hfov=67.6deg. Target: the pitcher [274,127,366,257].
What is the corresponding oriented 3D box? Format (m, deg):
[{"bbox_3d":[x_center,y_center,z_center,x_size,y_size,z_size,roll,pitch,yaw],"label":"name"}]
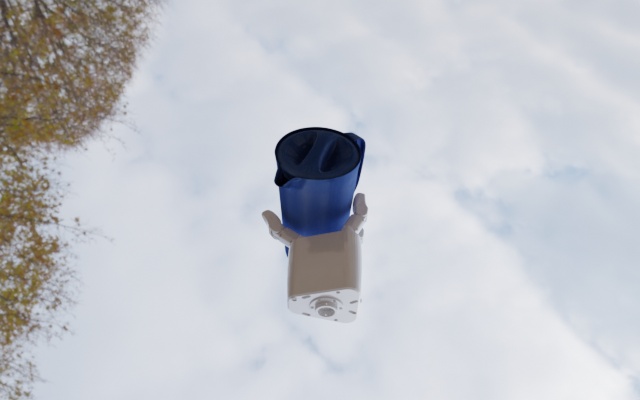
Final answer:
[{"bbox_3d":[0.000,0.003,0.813,0.149,0.243,0.145,1,44,-2],"label":"pitcher"}]
